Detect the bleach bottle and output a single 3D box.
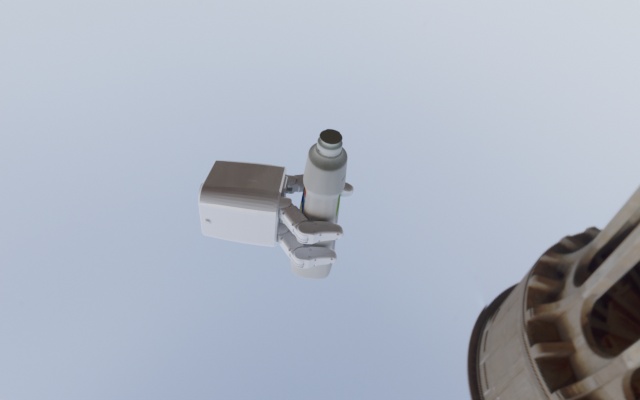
[{"bbox_3d":[0.000,0.002,0.665,0.068,0.102,0.251,7,-43,-1],"label":"bleach bottle"}]
